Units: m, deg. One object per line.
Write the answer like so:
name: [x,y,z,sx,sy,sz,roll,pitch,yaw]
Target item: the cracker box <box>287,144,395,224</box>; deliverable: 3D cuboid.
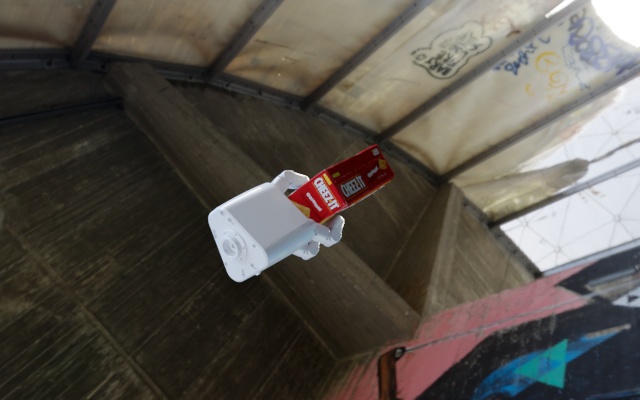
cracker box: [0.000,0.003,0.810,0.214,0.072,0.164,-33,-2,40]
